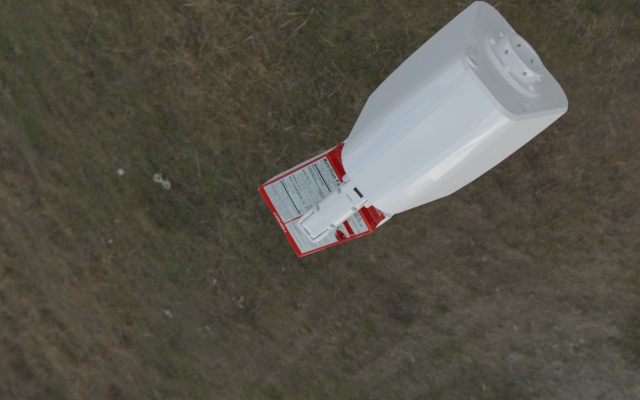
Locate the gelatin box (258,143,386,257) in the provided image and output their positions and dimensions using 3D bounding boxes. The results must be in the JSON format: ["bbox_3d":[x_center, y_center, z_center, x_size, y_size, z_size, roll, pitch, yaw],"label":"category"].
[{"bbox_3d":[0.000,0.002,0.406,0.089,0.073,0.030,-23,11,38],"label":"gelatin box"}]
